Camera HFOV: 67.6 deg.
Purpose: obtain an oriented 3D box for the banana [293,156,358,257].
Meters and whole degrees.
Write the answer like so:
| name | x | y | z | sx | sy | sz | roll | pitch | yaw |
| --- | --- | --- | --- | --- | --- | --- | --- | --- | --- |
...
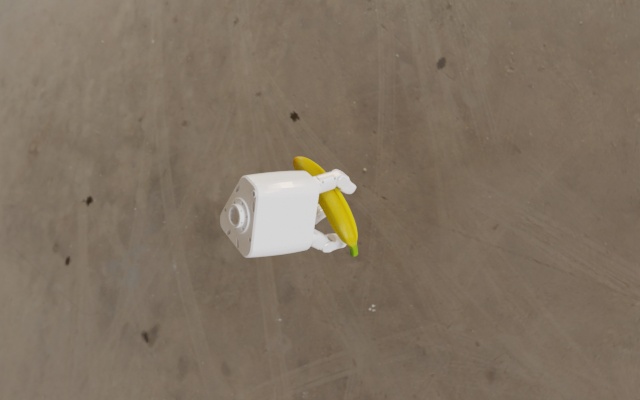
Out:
| name | x | y | z | sx | sy | sz | roll | pitch | yaw |
| --- | --- | --- | --- | --- | --- | --- | --- | --- | --- |
| banana | 0.006 | -0.004 | 0.754 | 0.037 | 0.197 | 0.070 | -20 | -23 | -26 |
